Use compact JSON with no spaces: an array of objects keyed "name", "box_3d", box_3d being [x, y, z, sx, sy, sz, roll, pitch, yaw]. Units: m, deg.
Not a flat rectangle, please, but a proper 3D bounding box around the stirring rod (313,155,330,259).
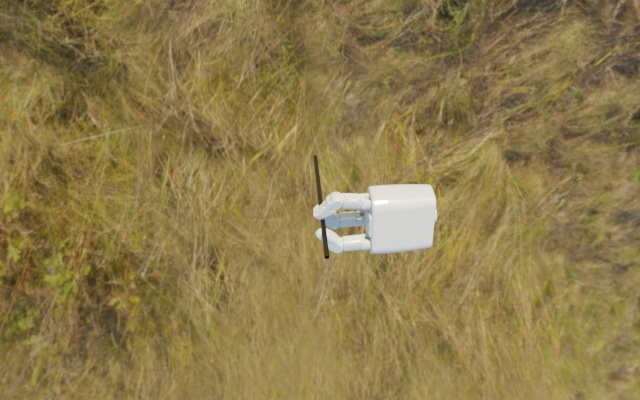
[{"name":"stirring rod","box_3d":[0.000,0.003,0.823,0.011,0.239,0.011,-3,-44,-3]}]
